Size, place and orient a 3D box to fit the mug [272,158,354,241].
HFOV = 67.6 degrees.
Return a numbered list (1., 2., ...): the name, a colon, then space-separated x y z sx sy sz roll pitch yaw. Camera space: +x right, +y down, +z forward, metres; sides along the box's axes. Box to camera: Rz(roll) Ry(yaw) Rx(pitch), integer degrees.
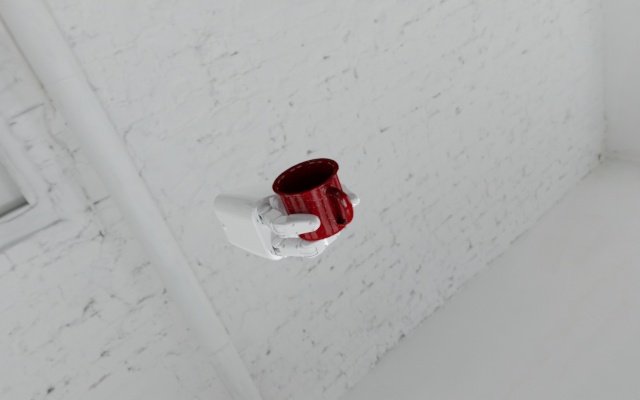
1. mug: 0.001 0.002 0.638 0.117 0.081 0.093 12 42 45
